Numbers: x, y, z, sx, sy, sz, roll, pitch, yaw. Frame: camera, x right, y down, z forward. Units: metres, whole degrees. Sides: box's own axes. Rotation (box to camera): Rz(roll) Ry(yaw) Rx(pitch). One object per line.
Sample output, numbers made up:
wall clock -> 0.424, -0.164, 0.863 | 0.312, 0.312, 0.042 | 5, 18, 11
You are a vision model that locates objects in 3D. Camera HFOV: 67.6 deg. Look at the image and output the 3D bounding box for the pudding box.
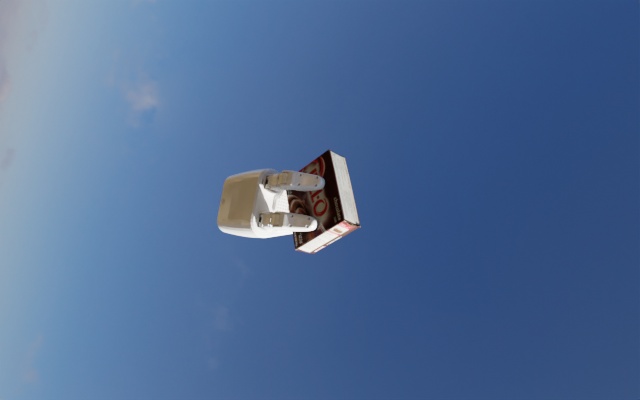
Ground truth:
pudding box -> 0.000, 0.002, 0.638 | 0.039, 0.113, 0.090 | 18, -41, -43
